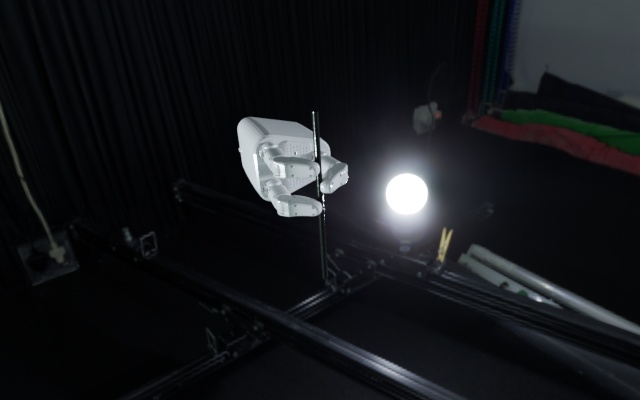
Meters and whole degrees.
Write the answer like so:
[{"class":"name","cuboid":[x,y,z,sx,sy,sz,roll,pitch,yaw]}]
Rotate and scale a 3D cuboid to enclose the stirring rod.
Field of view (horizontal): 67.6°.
[{"class":"stirring rod","cuboid":[0.000,0.002,0.610,0.011,0.240,0.011,-3,29,2]}]
